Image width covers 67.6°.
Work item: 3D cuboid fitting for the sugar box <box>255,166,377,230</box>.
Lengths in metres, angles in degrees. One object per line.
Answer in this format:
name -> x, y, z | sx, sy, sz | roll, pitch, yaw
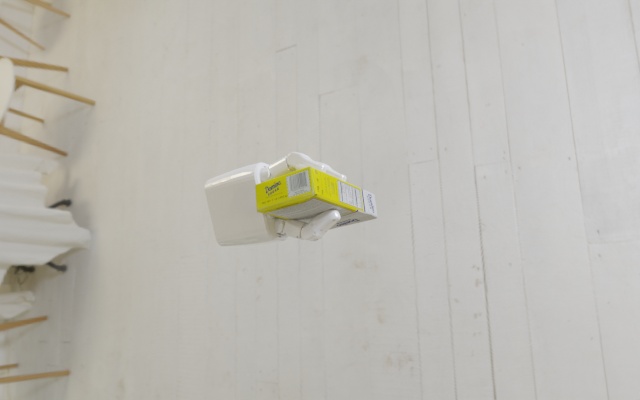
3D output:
sugar box -> 0.000, 0.002, 0.676 | 0.093, 0.048, 0.176 | -15, -16, 29
